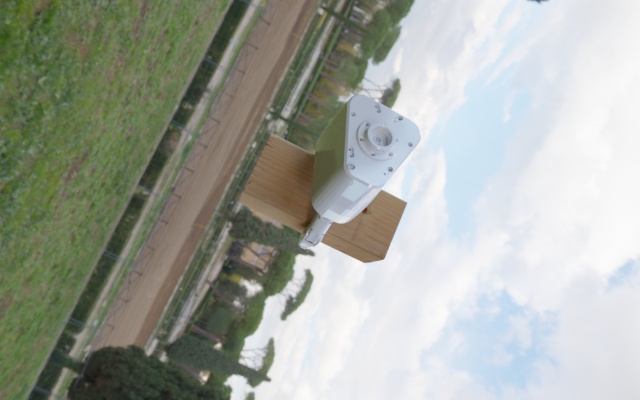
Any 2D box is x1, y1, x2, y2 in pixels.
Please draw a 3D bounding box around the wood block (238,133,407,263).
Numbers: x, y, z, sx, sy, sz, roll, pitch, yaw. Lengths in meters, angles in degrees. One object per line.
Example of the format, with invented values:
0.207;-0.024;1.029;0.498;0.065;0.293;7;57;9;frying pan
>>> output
0.000;0.002;0.664;0.206;0.090;0.090;27;-15;-8;wood block
